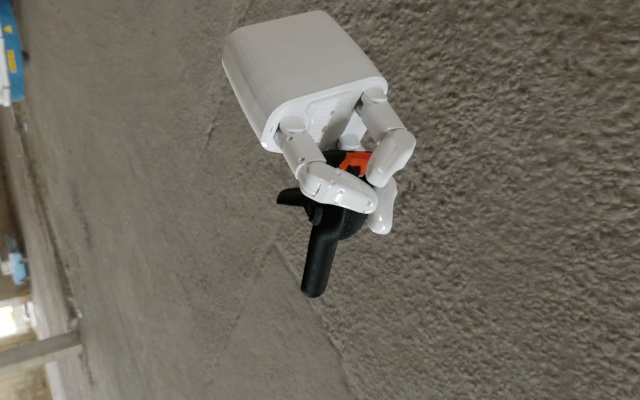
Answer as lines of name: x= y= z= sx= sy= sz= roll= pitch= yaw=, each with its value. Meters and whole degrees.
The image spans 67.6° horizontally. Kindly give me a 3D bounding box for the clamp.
clamp: x=0.000 y=0.002 z=0.445 sx=0.039 sy=0.120 sz=0.172 roll=-8 pitch=-35 yaw=-33
